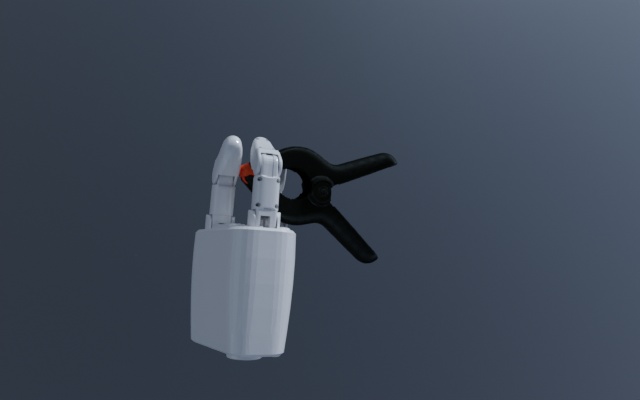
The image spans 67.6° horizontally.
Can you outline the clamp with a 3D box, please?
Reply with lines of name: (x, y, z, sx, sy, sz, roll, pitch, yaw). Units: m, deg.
clamp: (0.000, 0.001, 0.490, 0.171, 0.120, 0.039, 6, -9, -20)
